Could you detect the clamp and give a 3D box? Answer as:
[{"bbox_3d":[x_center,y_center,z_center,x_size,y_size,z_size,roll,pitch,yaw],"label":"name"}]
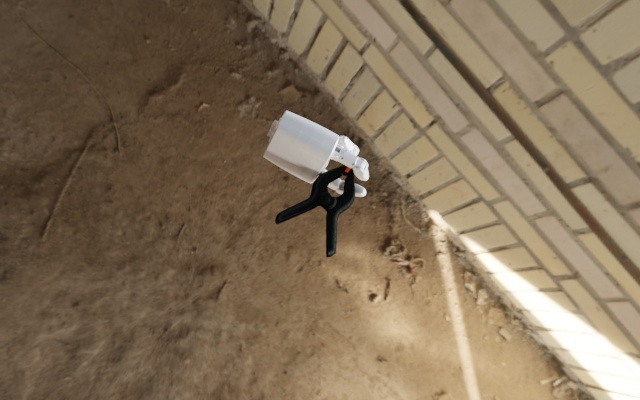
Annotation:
[{"bbox_3d":[0.000,0.003,0.853,0.120,0.171,0.039,27,-17,-8],"label":"clamp"}]
